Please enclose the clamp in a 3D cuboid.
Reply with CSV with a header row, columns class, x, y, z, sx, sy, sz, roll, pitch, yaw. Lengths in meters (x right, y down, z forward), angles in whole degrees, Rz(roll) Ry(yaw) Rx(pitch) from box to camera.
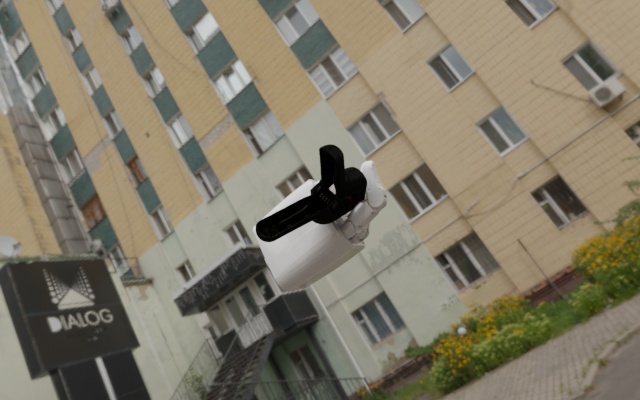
class,x,y,z,sx,sy,sz,roll,pitch,yaw
clamp,0.000,0.001,0.525,0.120,0.039,0.171,-40,-20,11
